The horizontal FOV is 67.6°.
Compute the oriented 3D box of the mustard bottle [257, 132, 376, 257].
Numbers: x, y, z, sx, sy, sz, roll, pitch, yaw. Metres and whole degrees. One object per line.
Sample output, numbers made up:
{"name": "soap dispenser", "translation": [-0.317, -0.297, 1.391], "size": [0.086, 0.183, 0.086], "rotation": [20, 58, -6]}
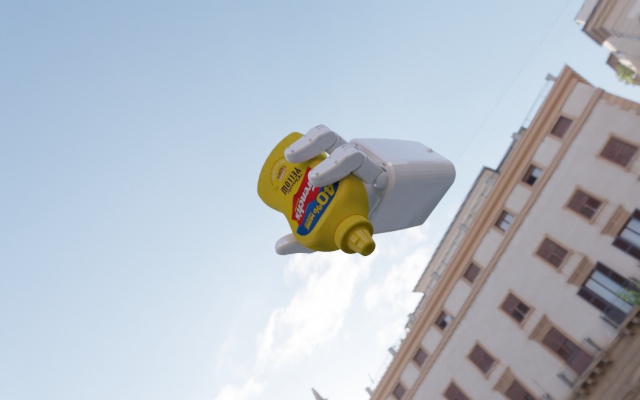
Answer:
{"name": "mustard bottle", "translation": [0.000, 0.002, 0.531], "size": [0.058, 0.096, 0.191], "rotation": [25, 13, -43]}
